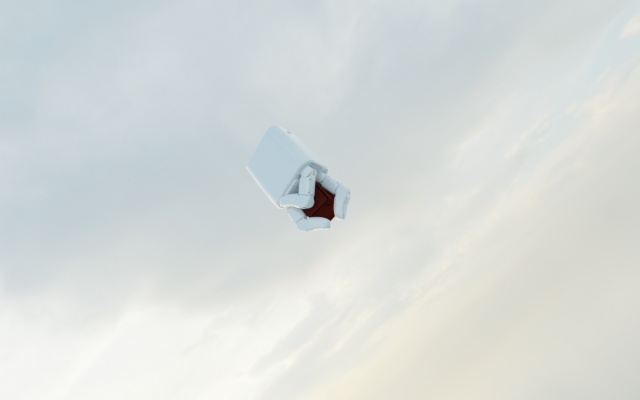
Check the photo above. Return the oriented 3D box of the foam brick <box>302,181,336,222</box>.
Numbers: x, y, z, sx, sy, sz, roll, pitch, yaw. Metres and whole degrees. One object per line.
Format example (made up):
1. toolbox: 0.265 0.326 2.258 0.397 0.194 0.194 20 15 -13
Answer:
1. foam brick: 0.000 0.003 0.868 0.051 0.053 0.078 48 13 24
